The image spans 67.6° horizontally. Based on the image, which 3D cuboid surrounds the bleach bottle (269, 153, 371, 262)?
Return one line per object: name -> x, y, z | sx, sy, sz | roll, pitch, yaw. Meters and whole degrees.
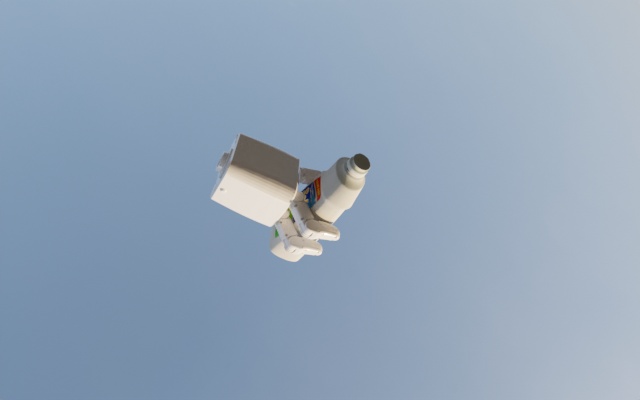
bleach bottle -> 0.000, 0.003, 0.751 | 0.068, 0.102, 0.251 | 25, -40, -16
